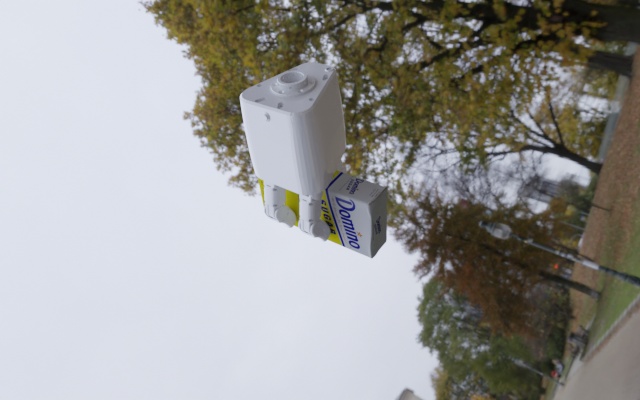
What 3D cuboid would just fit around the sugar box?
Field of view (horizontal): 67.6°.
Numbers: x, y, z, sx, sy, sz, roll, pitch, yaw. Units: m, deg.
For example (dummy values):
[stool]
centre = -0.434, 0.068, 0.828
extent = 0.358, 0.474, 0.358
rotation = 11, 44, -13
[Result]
[sugar box]
centre = 0.000, 0.002, 0.620
extent = 0.176, 0.093, 0.048
rotation = 22, 48, 30
